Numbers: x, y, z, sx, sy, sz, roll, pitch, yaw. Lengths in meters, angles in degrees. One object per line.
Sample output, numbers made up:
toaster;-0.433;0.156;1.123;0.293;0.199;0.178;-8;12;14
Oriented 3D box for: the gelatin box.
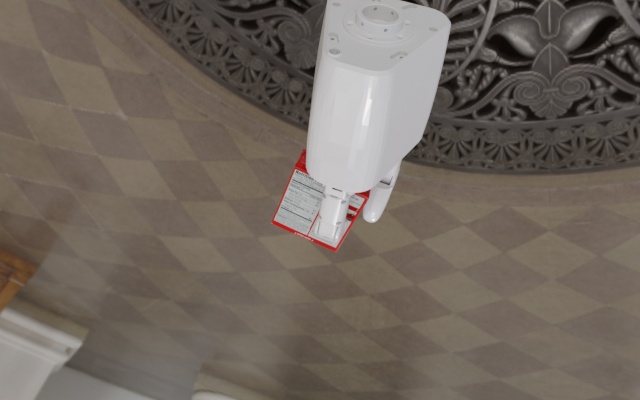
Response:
gelatin box;0.000;0.002;0.461;0.073;0.030;0.089;24;-46;-3
